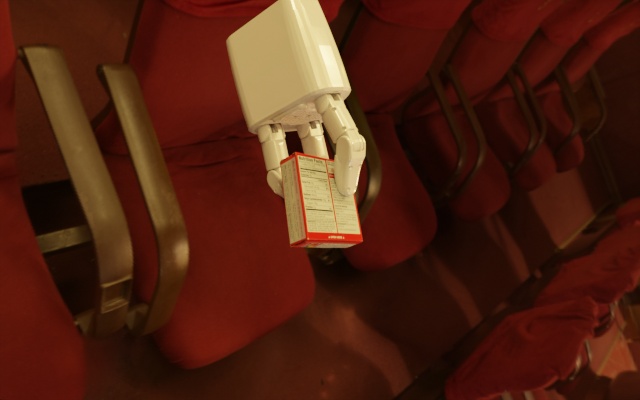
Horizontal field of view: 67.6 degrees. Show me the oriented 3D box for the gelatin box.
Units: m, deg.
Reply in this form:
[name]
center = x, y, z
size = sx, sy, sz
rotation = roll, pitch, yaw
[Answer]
[gelatin box]
center = 0.000, 0.002, 0.473
size = 0.073, 0.089, 0.030
rotation = 6, -22, -42
